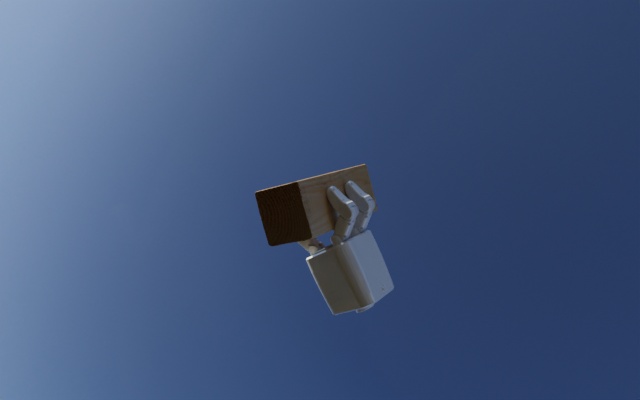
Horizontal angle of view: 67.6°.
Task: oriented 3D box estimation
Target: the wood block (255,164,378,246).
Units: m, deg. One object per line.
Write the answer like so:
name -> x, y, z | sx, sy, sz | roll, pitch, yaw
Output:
wood block -> 0.000, 0.003, 0.797 | 0.091, 0.090, 0.206 | -13, 3, 36
